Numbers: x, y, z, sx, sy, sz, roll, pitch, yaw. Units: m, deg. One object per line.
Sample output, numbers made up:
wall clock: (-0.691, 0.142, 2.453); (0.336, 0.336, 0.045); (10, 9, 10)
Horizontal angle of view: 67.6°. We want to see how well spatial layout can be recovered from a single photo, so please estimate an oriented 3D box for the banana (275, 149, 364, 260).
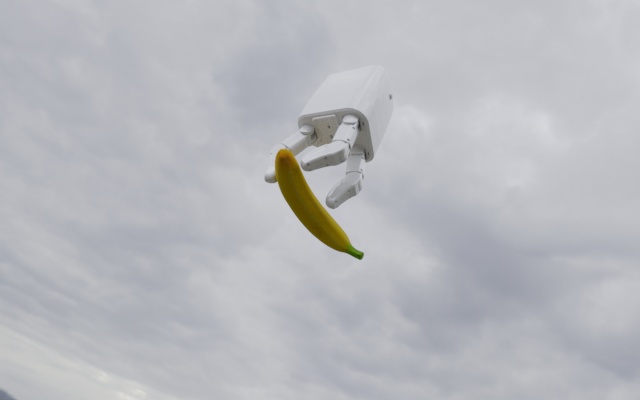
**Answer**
banana: (-0.011, 0.006, 0.643); (0.069, 0.037, 0.198); (-6, -48, 45)
